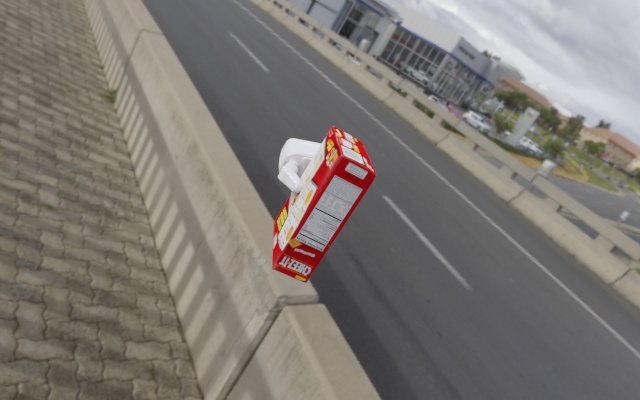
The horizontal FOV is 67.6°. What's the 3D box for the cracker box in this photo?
[{"bbox_3d":[0.000,0.002,0.782,0.072,0.214,0.164,27,19,-14],"label":"cracker box"}]
